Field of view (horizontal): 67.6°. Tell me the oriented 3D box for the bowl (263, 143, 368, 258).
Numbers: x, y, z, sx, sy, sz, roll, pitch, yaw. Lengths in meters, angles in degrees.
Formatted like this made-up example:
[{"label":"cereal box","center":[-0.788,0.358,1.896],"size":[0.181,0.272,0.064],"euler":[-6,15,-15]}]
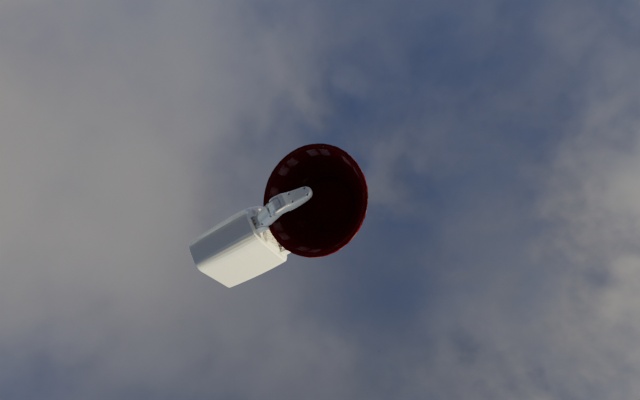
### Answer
[{"label":"bowl","center":[0.001,0.002,0.688],"size":[0.162,0.162,0.055],"euler":[0,-8,25]}]
